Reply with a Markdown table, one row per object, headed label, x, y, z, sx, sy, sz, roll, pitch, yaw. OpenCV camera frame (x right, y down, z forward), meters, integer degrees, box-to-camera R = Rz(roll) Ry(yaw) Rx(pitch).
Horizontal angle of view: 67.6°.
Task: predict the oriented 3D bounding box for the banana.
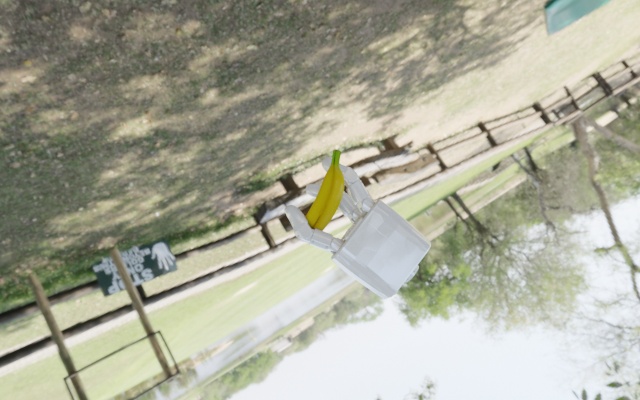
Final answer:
| label | x | y | z | sx | sy | sz | roll | pitch | yaw |
| --- | --- | --- | --- | --- | --- | --- | --- | --- | --- |
| banana | -0.001 | 0.014 | 0.732 | 0.037 | 0.069 | 0.198 | 19 | -43 | -10 |
